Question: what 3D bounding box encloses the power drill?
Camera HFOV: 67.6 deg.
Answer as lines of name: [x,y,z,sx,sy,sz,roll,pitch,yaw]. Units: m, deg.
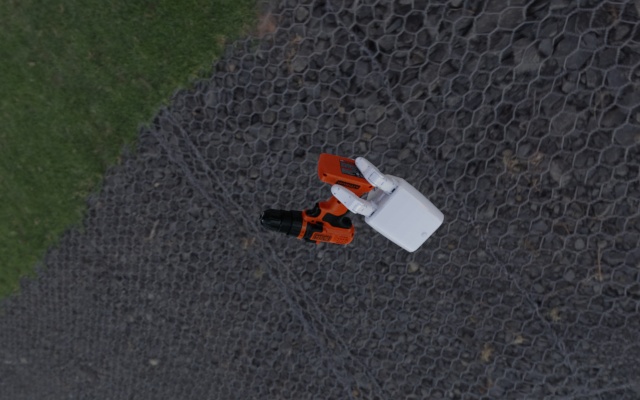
power drill: [0.001,0.003,0.853,0.184,0.057,0.188,10,-44,-20]
